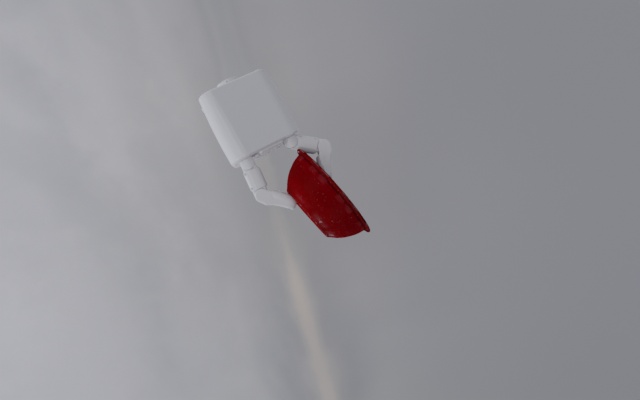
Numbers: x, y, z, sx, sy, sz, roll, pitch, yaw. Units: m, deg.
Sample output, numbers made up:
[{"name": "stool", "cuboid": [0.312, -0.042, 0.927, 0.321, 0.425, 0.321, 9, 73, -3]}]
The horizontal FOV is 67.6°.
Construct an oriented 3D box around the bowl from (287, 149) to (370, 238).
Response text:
[{"name": "bowl", "cuboid": [0.001, 0.004, 0.703, 0.055, 0.162, 0.162, -42, 3, -4]}]
